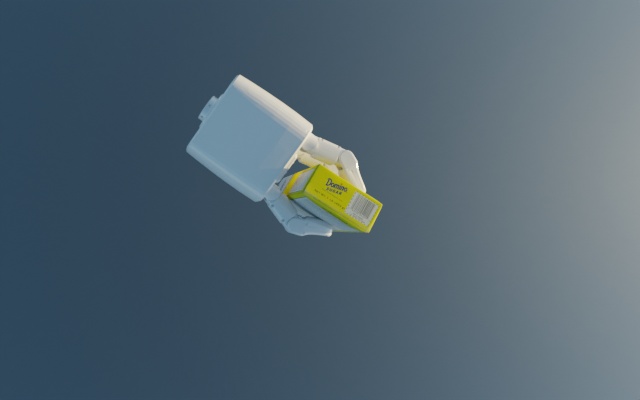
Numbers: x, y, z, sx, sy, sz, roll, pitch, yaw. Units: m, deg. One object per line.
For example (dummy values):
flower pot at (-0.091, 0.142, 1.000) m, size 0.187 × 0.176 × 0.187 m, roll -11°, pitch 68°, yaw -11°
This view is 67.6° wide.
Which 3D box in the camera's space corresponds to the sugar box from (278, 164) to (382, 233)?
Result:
sugar box at (0.000, 0.001, 0.619) m, size 0.093 × 0.048 × 0.176 m, roll 33°, pitch -9°, yaw -14°
